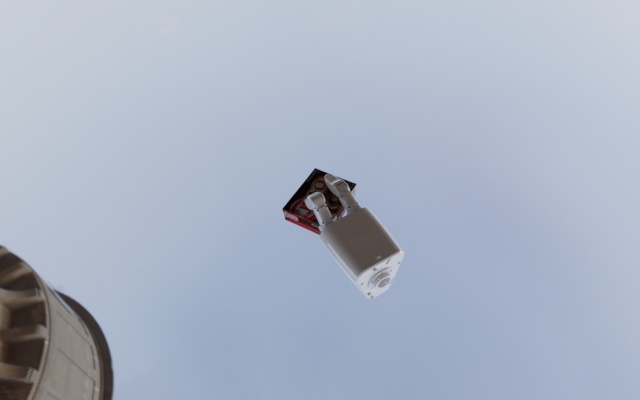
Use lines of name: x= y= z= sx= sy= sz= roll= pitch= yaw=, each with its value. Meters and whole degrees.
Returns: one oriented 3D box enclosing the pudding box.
pudding box: x=0.000 y=0.003 z=0.852 sx=0.090 sy=0.113 sz=0.039 roll=23 pitch=-35 yaw=22
